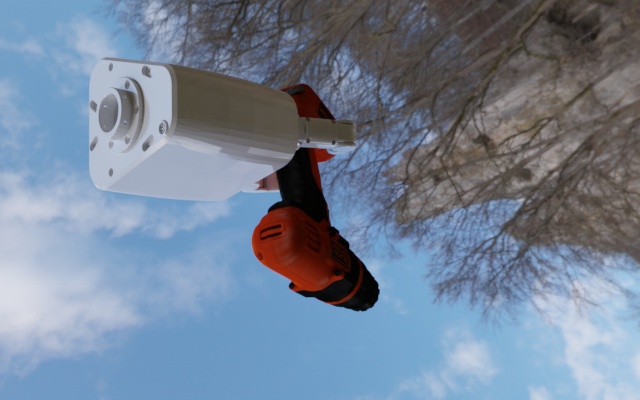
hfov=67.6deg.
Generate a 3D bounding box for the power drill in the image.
[{"bbox_3d":[0.000,0.001,0.444,0.057,0.187,0.184,-19,-32,18],"label":"power drill"}]
